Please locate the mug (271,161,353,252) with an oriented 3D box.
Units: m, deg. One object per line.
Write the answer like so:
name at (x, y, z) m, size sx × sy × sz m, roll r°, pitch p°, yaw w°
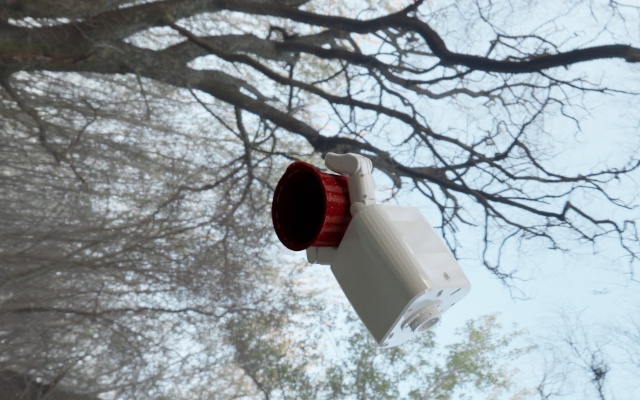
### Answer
mug at (0.000, 0.001, 0.538) m, size 0.081 × 0.117 × 0.093 m, roll 6°, pitch -47°, yaw -42°
